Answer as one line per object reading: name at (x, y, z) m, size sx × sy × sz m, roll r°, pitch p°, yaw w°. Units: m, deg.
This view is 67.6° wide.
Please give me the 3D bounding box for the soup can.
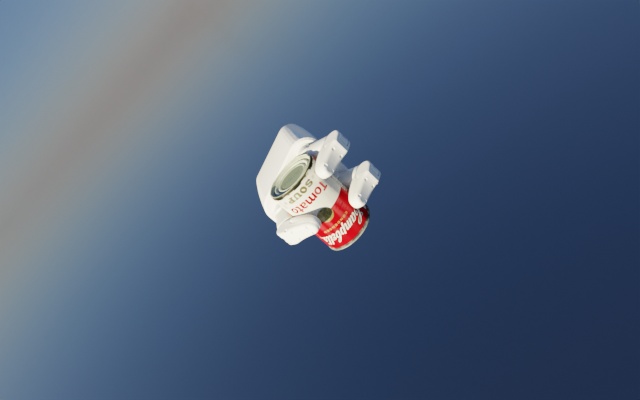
soup can at (0.000, 0.002, 0.558) m, size 0.102 × 0.068 × 0.068 m, roll 41°, pitch -20°, yaw -25°
